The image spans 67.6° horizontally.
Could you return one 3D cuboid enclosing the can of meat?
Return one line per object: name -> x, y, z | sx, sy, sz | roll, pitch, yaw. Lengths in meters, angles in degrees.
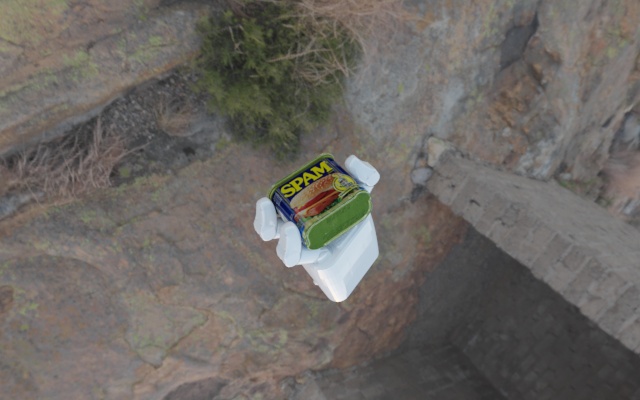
can of meat -> 0.000, 0.002, 0.585 | 0.102, 0.057, 0.084 | -33, 52, -14
